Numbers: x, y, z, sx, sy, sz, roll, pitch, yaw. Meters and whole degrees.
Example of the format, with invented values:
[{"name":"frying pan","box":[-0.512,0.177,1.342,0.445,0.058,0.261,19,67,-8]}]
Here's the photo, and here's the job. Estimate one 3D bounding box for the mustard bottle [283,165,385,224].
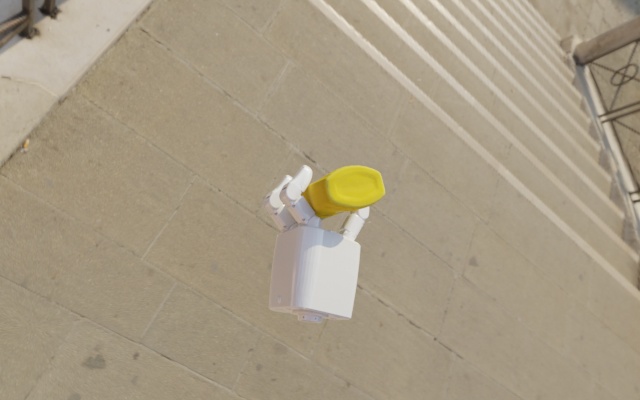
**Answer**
[{"name":"mustard bottle","box":[0.000,0.002,0.691,0.096,0.058,0.192,-10,-7,-33]}]
